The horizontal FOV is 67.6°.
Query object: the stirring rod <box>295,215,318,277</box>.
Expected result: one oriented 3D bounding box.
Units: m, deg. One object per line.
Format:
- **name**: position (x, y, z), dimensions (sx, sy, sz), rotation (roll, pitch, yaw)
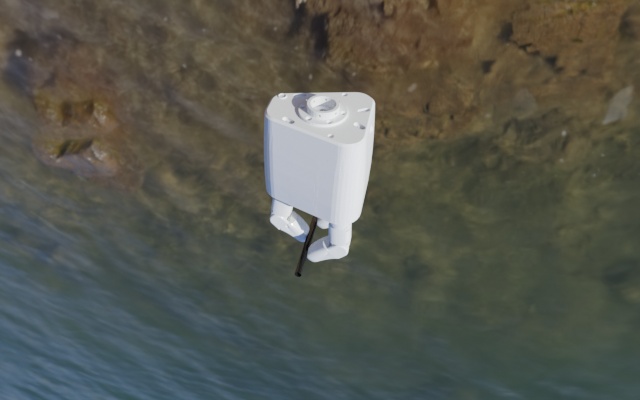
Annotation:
- **stirring rod**: position (0.000, 0.002, 0.630), dimensions (0.011, 0.011, 0.239), rotation (0, 44, 17)
